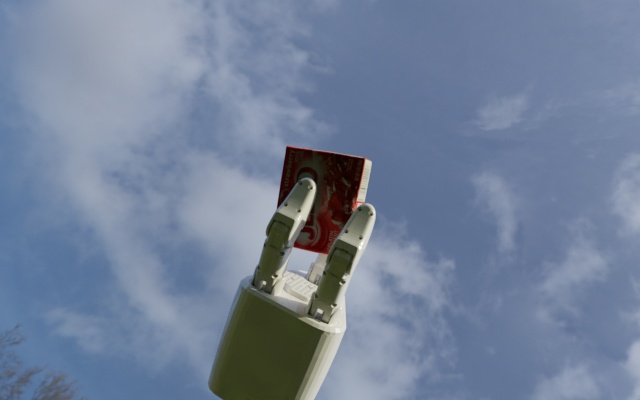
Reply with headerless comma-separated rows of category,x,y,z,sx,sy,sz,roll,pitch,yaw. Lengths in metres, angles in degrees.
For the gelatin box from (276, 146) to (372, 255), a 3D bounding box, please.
gelatin box,0.000,0.001,0.422,0.073,0.089,0.030,11,2,18
